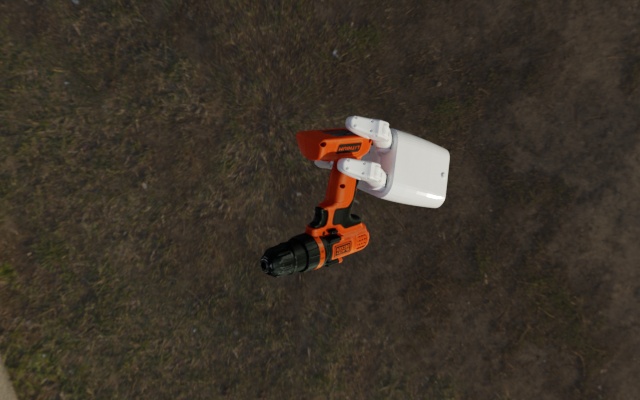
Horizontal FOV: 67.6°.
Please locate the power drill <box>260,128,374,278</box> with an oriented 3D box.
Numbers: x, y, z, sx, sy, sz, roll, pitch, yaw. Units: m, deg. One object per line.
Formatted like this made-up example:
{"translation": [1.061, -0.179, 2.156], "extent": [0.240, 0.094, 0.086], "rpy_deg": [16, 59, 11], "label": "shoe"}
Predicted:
{"translation": [0.000, 0.002, 0.636], "extent": [0.057, 0.188, 0.184], "rpy_deg": [24, 26, 39], "label": "power drill"}
